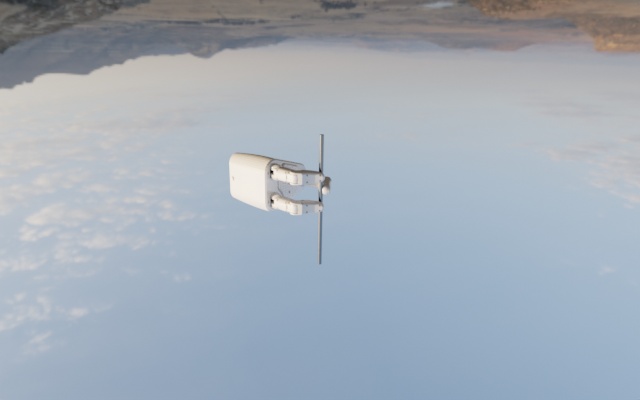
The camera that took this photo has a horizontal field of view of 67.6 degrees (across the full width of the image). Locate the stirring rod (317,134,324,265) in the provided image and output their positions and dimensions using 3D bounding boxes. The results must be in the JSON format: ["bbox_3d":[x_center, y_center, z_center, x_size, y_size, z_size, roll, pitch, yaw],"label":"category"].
[{"bbox_3d":[0.000,0.003,0.846,0.011,0.240,0.011,1,18,0],"label":"stirring rod"}]
